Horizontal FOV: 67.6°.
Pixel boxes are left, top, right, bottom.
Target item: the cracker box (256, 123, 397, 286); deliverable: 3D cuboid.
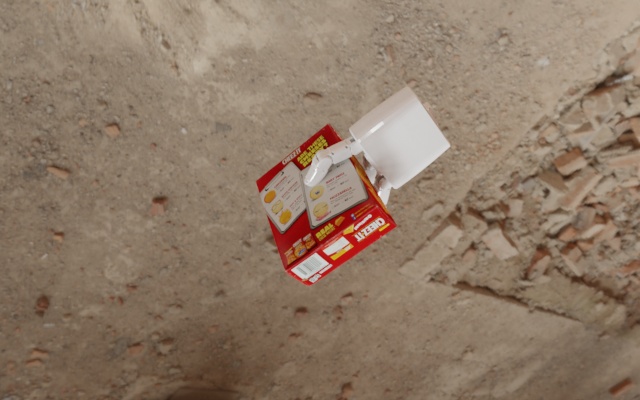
[{"bbox_3d":[0.000,0.002,0.748,0.164,0.213,0.072,-37,-47,11],"label":"cracker box"}]
